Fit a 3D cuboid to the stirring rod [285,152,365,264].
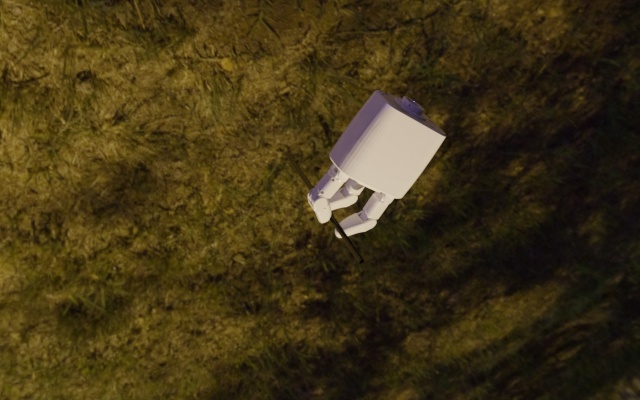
[{"bbox_3d":[0.000,0.002,0.692,0.011,0.011,0.239,0,40,-35],"label":"stirring rod"}]
